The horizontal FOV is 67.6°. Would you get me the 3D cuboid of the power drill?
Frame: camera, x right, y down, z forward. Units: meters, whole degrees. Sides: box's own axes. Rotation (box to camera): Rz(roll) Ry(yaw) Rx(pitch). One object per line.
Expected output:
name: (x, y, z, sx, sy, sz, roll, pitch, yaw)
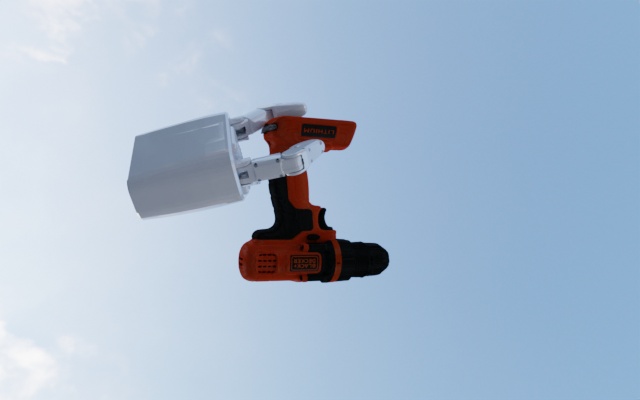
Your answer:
power drill: (0.000, 0.001, 0.550, 0.184, 0.187, 0.057, 2, -1, -25)
